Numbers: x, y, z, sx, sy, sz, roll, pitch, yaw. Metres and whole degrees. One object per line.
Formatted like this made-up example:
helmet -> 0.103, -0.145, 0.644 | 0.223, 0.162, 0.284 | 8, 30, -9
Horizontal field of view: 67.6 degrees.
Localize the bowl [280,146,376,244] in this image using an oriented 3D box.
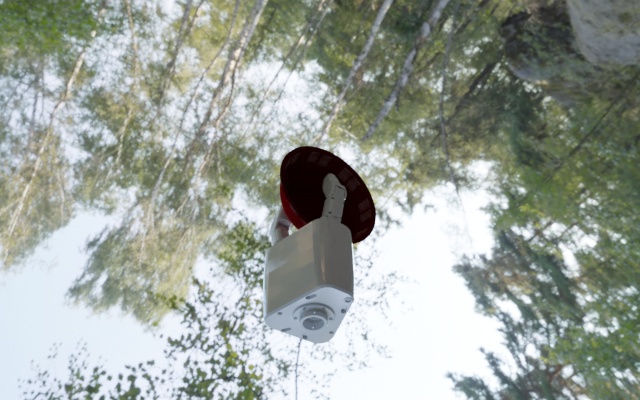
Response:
bowl -> 0.000, 0.002, 0.681 | 0.162, 0.162, 0.055 | 0, -32, -41
